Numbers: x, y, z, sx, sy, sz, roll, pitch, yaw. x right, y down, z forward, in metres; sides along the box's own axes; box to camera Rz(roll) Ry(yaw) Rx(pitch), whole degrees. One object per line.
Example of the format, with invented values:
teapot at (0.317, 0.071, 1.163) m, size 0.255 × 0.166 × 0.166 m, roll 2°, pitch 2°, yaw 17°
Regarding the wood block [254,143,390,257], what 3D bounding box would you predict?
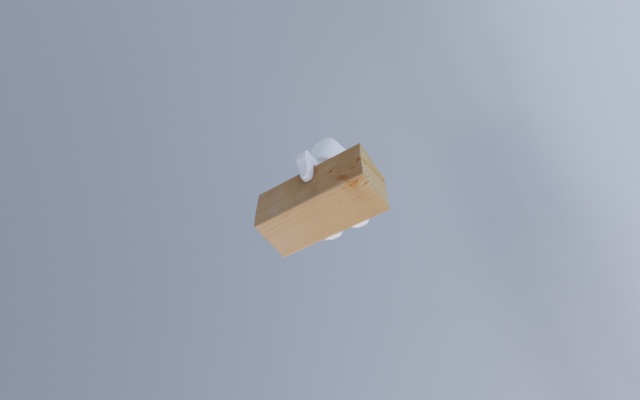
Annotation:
wood block at (0.000, 0.002, 0.805) m, size 0.206 × 0.091 × 0.090 m, roll -26°, pitch 34°, yaw 20°
